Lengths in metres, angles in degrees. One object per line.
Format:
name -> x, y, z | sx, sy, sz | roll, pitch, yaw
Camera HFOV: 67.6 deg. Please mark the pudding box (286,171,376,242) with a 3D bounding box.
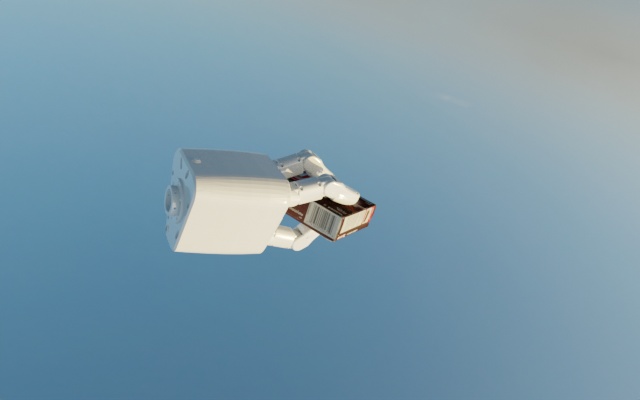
pudding box -> 0.000, 0.002, 0.600 | 0.113, 0.039, 0.090 | 32, 25, 23
